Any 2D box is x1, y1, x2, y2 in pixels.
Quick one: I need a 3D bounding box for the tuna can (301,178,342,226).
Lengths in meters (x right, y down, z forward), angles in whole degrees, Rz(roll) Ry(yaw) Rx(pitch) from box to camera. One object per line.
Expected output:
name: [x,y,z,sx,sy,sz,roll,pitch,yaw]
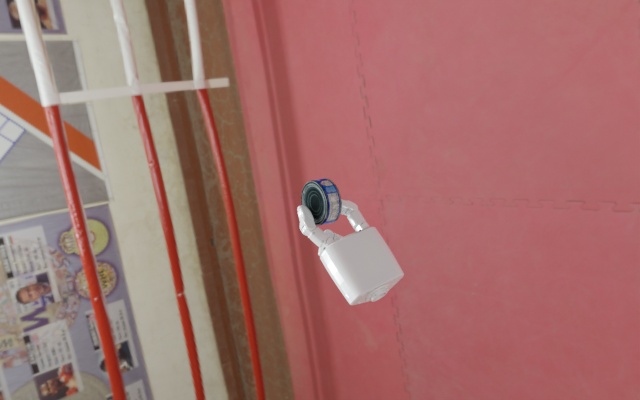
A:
tuna can: [0.000,0.003,0.886,0.034,0.086,0.086,-10,6,-35]
